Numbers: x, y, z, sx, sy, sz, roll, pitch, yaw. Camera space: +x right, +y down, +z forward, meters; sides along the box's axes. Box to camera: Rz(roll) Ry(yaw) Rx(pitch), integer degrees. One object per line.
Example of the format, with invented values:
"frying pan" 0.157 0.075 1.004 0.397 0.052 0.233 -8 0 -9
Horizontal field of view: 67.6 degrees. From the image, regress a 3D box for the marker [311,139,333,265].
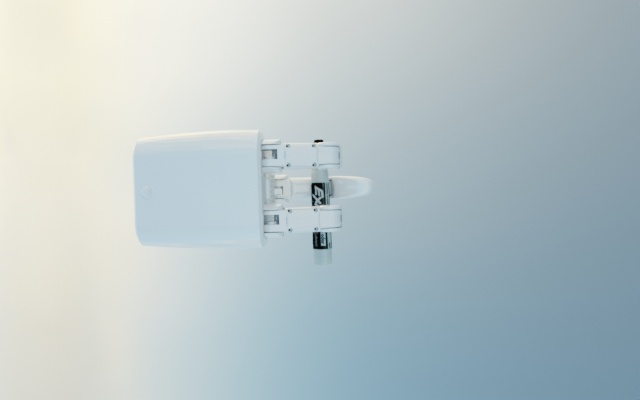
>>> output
"marker" 0.000 0.002 0.463 0.020 0.121 0.020 -2 0 0
